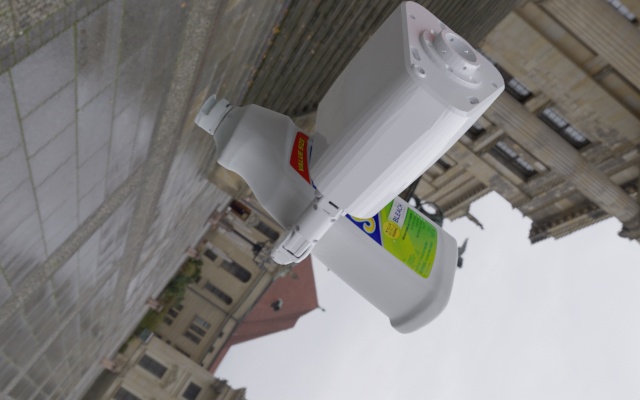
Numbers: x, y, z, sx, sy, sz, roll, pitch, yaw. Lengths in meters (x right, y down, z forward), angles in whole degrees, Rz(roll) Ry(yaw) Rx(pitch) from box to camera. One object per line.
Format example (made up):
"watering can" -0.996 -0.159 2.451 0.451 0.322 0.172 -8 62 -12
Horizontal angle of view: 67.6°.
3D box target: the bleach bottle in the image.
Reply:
"bleach bottle" 0.000 0.001 0.409 0.068 0.251 0.102 -47 9 42
